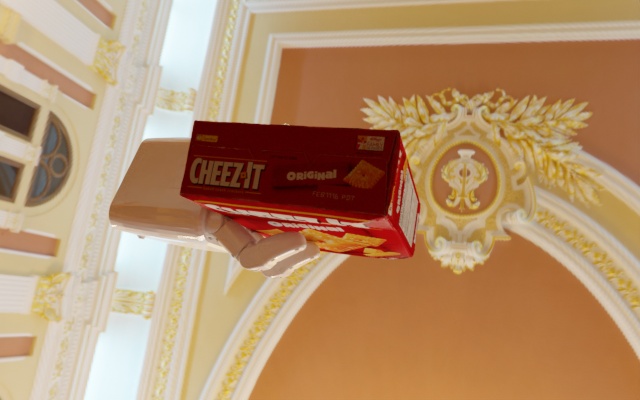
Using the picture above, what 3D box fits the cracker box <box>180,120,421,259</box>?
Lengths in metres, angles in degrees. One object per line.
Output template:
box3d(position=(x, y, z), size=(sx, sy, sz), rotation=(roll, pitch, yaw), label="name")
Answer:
box3d(position=(0.000, 0.001, 0.441), size=(0.164, 0.072, 0.214), rotation=(5, -12, 17), label="cracker box")
